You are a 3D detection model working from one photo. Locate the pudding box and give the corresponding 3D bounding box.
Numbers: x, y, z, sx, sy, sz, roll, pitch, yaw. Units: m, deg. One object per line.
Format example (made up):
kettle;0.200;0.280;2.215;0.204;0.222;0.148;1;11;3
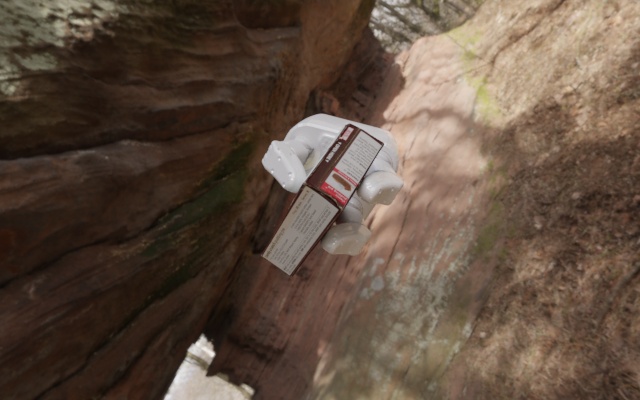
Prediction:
pudding box;0.000;0.001;0.403;0.039;0.090;0.114;32;-42;1
